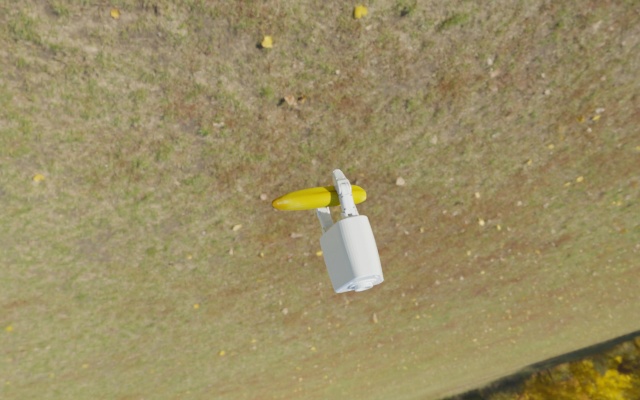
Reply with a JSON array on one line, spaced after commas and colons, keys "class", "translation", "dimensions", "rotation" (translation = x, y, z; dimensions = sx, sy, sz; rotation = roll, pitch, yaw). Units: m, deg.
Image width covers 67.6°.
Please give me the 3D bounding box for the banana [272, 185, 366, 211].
[{"class": "banana", "translation": [0.012, -0.003, 0.871], "dimensions": [0.198, 0.037, 0.070], "rotation": [-4, -16, -30]}]
